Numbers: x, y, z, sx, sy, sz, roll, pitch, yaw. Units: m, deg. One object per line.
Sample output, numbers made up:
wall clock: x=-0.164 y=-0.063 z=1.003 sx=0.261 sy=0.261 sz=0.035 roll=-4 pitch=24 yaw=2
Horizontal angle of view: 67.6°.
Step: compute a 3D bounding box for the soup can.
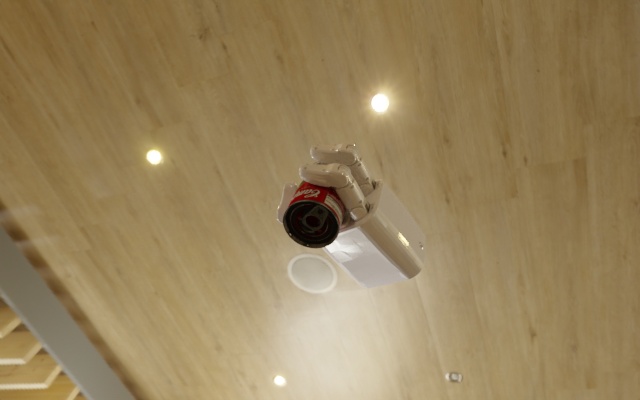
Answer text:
soup can: x=0.000 y=0.001 z=0.594 sx=0.068 sy=0.068 sz=0.102 roll=0 pitch=32 yaw=16
